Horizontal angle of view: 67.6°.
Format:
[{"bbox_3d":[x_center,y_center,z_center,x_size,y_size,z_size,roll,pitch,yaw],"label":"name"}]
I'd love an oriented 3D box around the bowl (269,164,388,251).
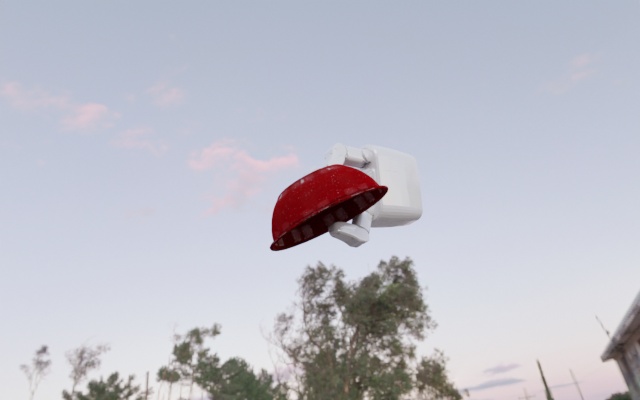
[{"bbox_3d":[-0.001,0.002,0.586,0.162,0.055,0.162,-27,-11,-6],"label":"bowl"}]
